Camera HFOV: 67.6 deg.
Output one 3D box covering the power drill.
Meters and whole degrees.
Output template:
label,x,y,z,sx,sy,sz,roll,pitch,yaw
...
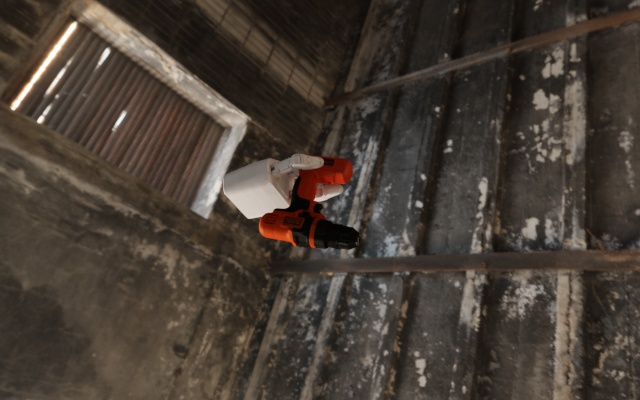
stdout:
label,x,y,z,sx,sy,sz,roll,pitch,yaw
power drill,0.000,0.003,0.872,0.184,0.187,0.057,9,-39,17
